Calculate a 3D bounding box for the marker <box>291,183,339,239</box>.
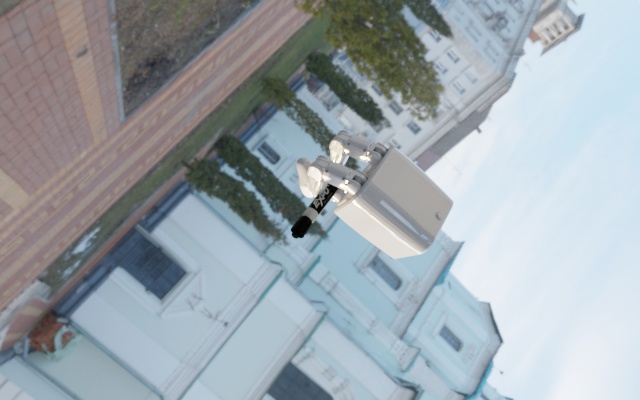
[{"bbox_3d":[0.000,0.002,0.600,0.020,0.020,0.121,0,42,44],"label":"marker"}]
